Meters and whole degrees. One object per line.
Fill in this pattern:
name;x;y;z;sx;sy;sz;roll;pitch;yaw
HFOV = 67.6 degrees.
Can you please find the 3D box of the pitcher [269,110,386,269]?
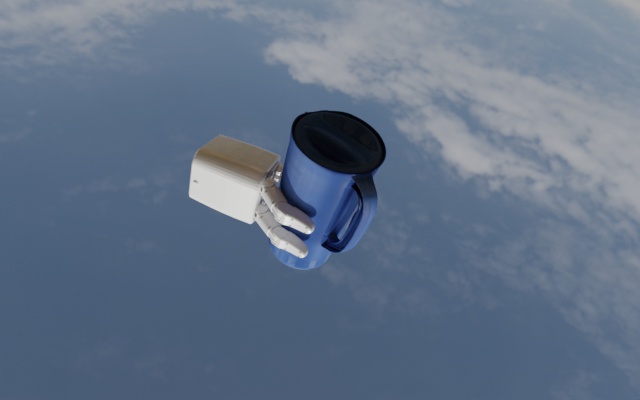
pitcher;0.000;0.002;0.712;0.145;0.243;0.149;22;44;1
